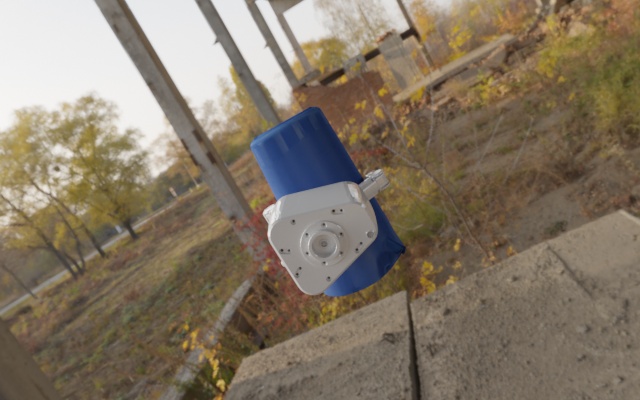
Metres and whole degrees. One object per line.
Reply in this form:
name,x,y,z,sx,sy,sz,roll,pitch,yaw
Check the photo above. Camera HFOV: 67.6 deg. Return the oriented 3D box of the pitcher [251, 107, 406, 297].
pitcher,0.000,0.002,0.667,0.149,0.243,0.145,-28,11,5
